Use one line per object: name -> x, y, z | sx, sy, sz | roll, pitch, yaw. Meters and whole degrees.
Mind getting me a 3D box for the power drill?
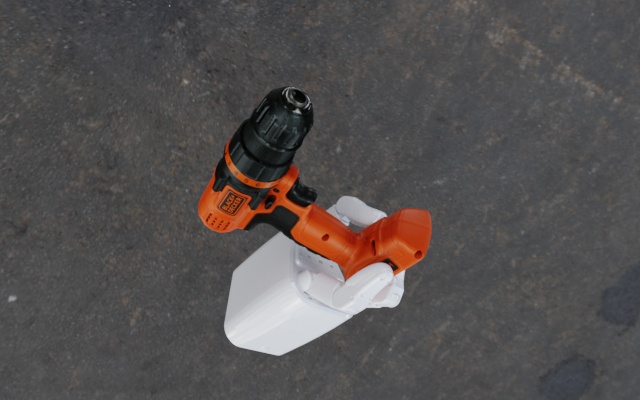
power drill -> 0.000, 0.002, 0.415 | 0.188, 0.057, 0.184 | 29, -38, -14
